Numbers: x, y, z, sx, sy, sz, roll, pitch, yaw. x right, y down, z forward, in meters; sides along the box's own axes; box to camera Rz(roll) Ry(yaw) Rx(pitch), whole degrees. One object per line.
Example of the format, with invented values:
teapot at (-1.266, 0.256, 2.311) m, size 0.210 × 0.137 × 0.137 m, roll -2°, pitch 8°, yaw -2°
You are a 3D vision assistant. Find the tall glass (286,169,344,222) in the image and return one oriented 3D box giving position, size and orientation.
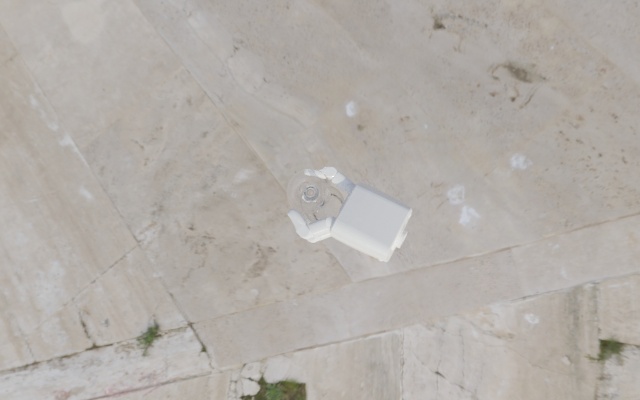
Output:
tall glass at (0.000, 0.003, 0.864) m, size 0.079 × 0.079 × 0.201 m, roll 0°, pitch -10°, yaw 11°
